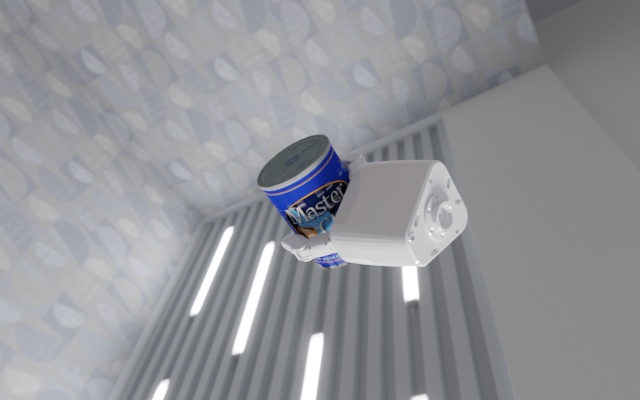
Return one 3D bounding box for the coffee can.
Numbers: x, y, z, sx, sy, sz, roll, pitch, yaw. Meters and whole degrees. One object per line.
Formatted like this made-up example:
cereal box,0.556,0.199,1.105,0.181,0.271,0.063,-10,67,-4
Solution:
coffee can,0.000,0.002,0.611,0.103,0.140,0.102,-27,27,15
